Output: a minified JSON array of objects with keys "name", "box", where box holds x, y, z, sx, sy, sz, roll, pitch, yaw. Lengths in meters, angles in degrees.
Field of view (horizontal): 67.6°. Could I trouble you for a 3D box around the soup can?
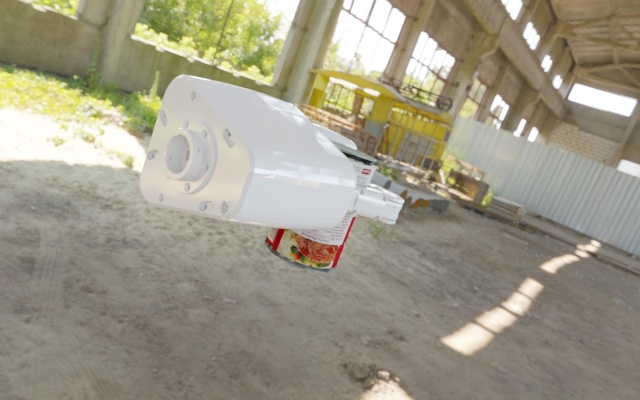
[{"name":"soup can","box":[0.001,0.001,0.413,0.068,0.102,0.068,20,12,-4]}]
